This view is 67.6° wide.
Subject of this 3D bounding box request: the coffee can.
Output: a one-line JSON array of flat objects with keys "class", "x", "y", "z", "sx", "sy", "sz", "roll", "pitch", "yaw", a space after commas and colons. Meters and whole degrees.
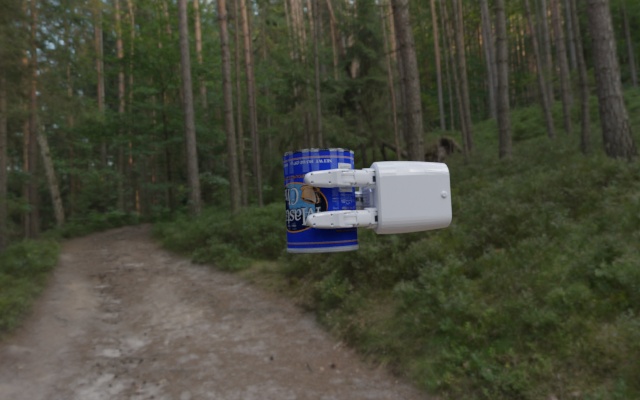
[{"class": "coffee can", "x": 0.000, "y": 0.002, "z": 0.684, "sx": 0.103, "sy": 0.140, "sz": 0.103, "roll": -3, "pitch": -3, "yaw": 0}]
